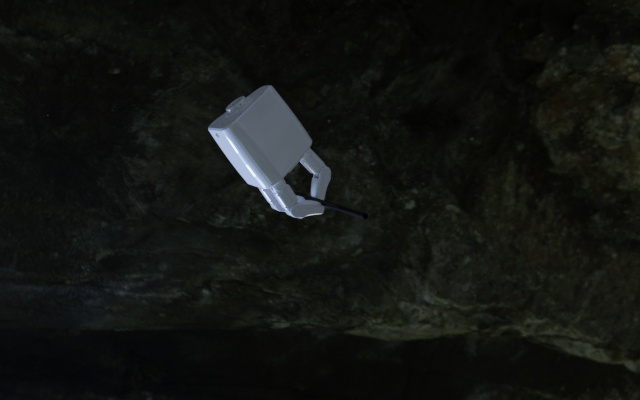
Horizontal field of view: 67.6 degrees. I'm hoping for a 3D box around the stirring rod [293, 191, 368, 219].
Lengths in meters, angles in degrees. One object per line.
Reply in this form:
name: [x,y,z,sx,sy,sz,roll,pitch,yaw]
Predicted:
stirring rod: [0.000,0.002,0.727,0.011,0.011,0.239,0,9,-30]
